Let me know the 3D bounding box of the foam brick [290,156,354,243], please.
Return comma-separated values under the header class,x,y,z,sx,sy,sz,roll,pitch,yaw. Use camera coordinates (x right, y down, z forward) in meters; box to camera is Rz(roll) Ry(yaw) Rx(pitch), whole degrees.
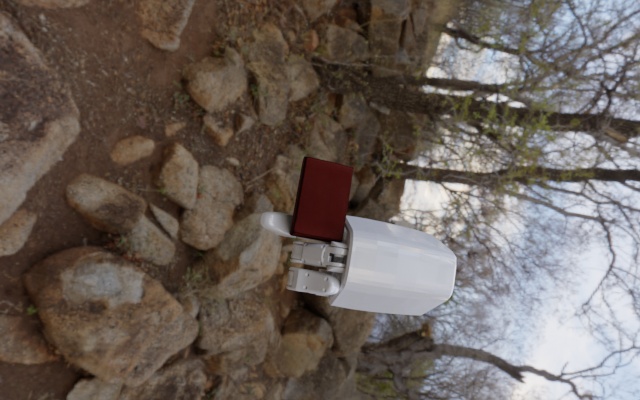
class,x,y,z,sx,sy,sz,roll,pitch,yaw
foam brick,0.000,0.001,0.492,0.051,0.078,0.053,10,-8,-4
